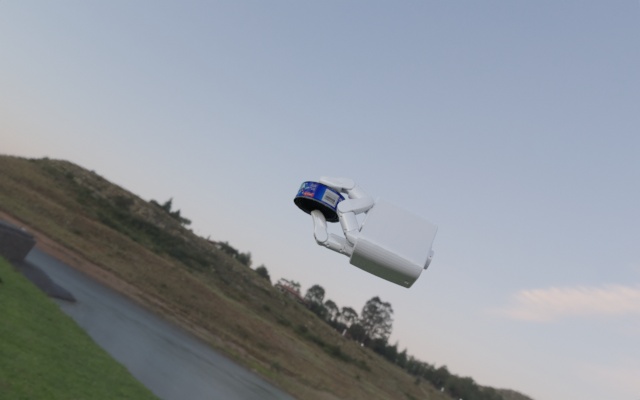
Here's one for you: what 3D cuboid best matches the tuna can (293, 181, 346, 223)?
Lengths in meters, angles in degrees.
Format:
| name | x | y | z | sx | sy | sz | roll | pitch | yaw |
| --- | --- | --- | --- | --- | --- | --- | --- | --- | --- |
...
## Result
| name | x | y | z | sx | sy | sz | roll | pitch | yaw |
| --- | --- | --- | --- | --- | --- | --- | --- | --- | --- |
| tuna can | 0.000 | 0.002 | 0.801 | 0.086 | 0.033 | 0.086 | 22 | -19 | 8 |
